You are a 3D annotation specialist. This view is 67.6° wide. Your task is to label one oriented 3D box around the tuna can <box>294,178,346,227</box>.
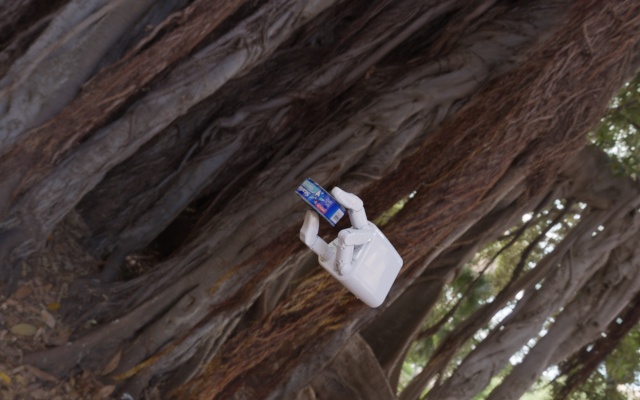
[{"bbox_3d":[0.000,0.002,0.780,0.086,0.034,0.086,42,-3,2],"label":"tuna can"}]
